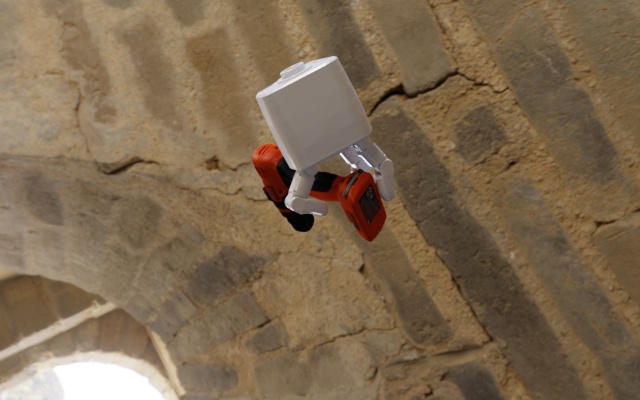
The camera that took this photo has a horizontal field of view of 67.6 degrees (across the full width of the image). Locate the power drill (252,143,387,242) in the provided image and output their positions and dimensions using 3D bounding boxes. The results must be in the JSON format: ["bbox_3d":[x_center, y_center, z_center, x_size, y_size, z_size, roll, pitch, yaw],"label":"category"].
[{"bbox_3d":[0.000,0.002,0.708,0.187,0.057,0.185,13,-32,34],"label":"power drill"}]
